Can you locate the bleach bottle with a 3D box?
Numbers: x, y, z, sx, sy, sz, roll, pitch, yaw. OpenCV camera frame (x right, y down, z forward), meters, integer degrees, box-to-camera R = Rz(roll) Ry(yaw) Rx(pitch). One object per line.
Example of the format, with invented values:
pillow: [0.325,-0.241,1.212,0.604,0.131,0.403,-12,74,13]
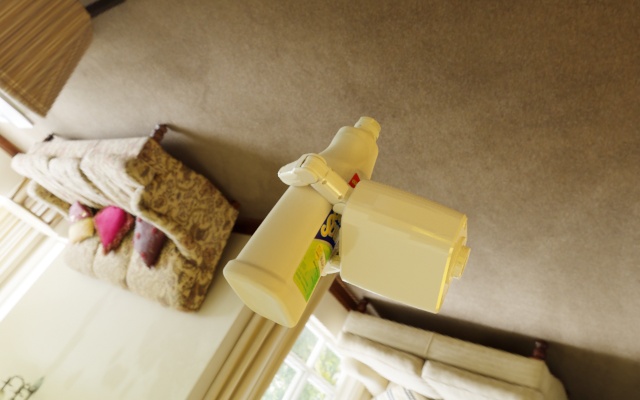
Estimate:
bleach bottle: [0.000,0.002,0.507,0.068,0.250,0.103,19,-29,23]
